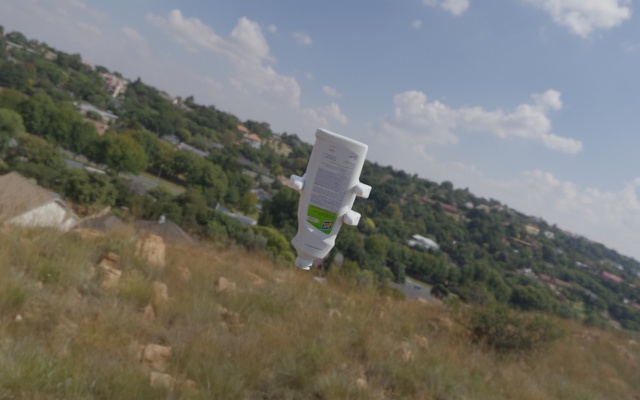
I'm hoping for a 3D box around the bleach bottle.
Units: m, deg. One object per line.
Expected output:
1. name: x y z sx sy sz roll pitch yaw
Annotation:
1. bleach bottle: 0.000 0.003 0.876 0.102 0.251 0.068 20 6 -1
